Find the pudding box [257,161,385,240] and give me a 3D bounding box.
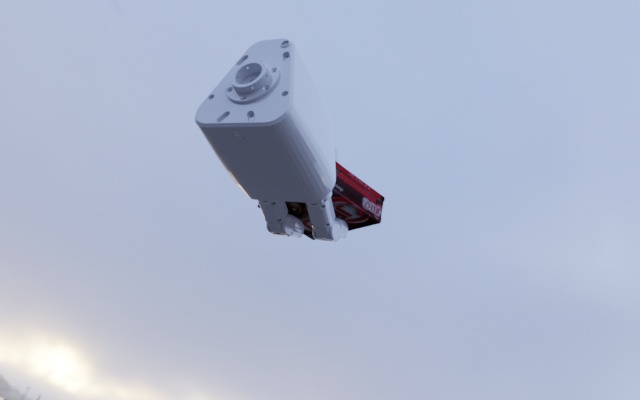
[{"bbox_3d":[0.000,0.002,0.529,0.090,0.039,0.113,34,-32,-30],"label":"pudding box"}]
